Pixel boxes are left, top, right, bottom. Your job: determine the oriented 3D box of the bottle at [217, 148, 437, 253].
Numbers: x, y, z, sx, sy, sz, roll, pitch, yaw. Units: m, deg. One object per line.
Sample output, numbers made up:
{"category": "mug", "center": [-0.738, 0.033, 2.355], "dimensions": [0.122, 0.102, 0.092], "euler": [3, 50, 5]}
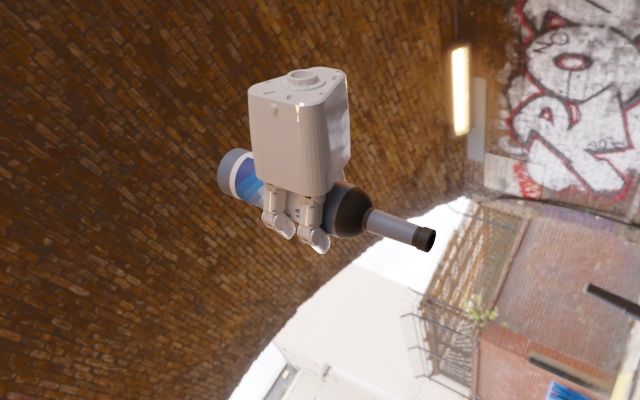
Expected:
{"category": "bottle", "center": [0.000, 0.002, 0.588], "dimensions": [0.295, 0.069, 0.069], "euler": [20, 10, 30]}
